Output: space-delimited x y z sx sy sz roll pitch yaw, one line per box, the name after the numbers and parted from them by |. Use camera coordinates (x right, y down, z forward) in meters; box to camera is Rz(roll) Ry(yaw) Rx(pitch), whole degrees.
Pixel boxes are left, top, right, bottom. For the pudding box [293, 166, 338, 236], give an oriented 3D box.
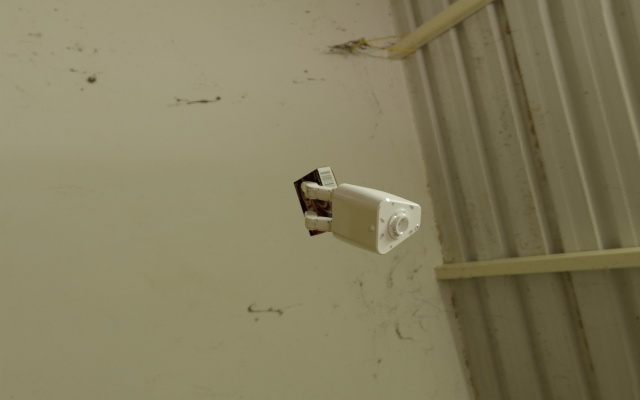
0.000 0.003 0.889 0.039 0.113 0.090 -11 -9 -36 | pudding box
